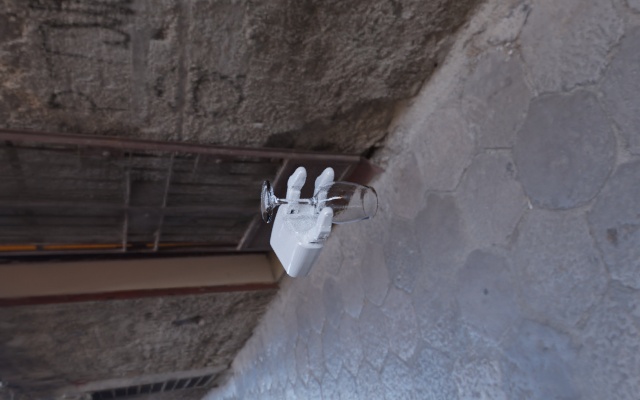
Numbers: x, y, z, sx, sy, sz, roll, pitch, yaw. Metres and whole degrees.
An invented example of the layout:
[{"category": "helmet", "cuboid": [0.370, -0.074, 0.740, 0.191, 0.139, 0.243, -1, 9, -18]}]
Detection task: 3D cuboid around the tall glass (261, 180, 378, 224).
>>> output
[{"category": "tall glass", "cuboid": [0.000, 0.003, 0.854, 0.201, 0.079, 0.079, 1, 0, -21]}]
